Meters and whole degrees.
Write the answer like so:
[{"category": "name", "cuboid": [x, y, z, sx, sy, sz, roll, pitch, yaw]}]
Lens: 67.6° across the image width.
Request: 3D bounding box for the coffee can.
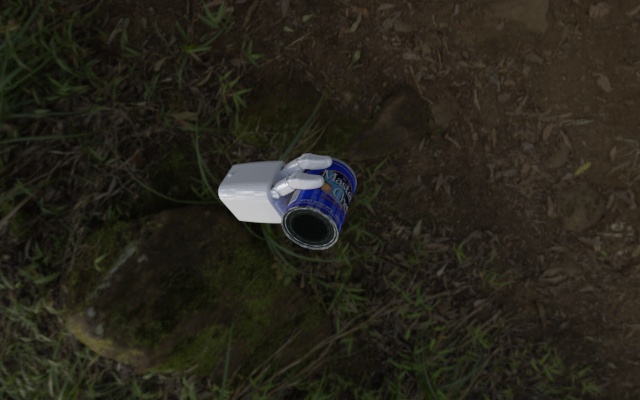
[{"category": "coffee can", "cuboid": [0.000, 0.003, 0.860, 0.103, 0.103, 0.140, 0, 41, 21]}]
